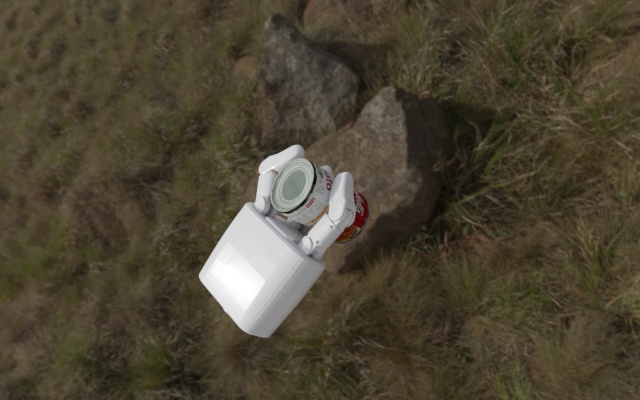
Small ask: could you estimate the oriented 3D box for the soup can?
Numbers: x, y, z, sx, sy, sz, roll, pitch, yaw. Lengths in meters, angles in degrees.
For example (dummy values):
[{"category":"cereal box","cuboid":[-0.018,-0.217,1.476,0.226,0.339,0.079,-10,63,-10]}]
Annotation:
[{"category":"soup can","cuboid":[0.000,0.001,0.552,0.068,0.068,0.102,0,-22,43]}]
